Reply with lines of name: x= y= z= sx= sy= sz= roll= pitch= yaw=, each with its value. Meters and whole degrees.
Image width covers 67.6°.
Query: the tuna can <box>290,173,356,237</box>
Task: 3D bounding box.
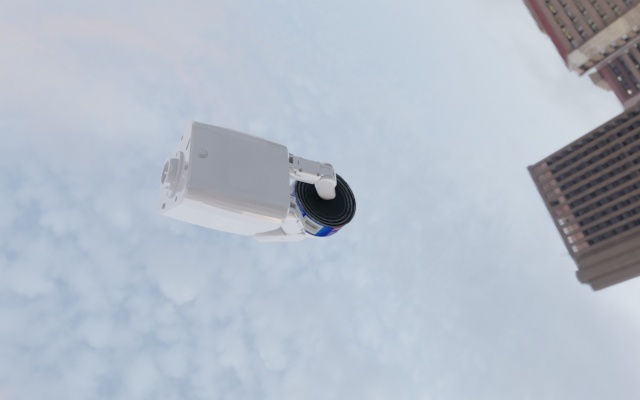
tuna can: x=0.000 y=0.002 z=0.599 sx=0.086 sy=0.086 sz=0.034 roll=0 pitch=-29 yaw=-34
